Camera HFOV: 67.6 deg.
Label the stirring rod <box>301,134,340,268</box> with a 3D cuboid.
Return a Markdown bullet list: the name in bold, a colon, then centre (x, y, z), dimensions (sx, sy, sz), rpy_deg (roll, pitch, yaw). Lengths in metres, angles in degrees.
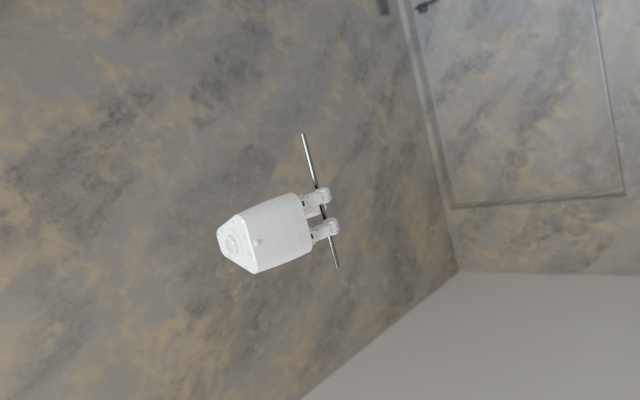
- **stirring rod**: centre (0.000, 0.003, 0.827), dimensions (0.011, 0.239, 0.011), rpy_deg (-14, 8, 2)
